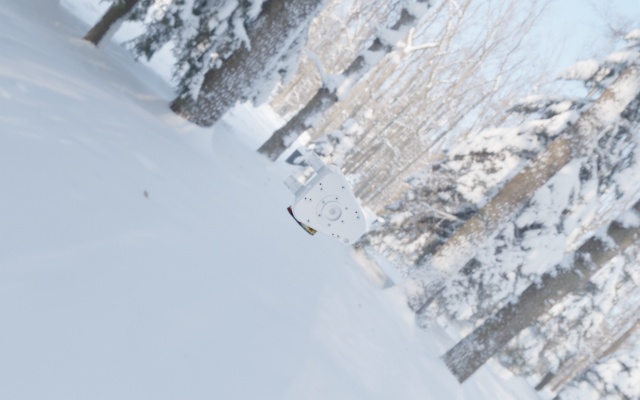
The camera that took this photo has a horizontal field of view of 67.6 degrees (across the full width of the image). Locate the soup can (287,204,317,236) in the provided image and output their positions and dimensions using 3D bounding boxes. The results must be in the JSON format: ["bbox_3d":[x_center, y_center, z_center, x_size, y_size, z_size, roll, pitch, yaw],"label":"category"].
[{"bbox_3d":[0.000,0.003,0.837,0.102,0.068,0.068,-44,-5,5],"label":"soup can"}]
